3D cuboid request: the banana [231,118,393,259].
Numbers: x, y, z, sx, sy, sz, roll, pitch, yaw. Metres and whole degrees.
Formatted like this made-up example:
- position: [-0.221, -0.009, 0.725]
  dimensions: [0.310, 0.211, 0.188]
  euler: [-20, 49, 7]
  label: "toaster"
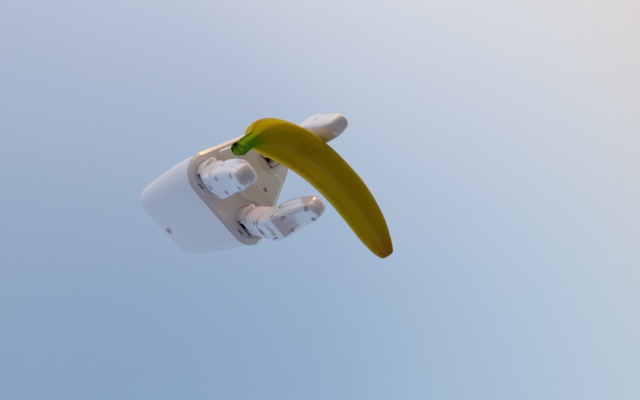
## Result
- position: [0.001, -0.016, 0.418]
  dimensions: [0.037, 0.069, 0.198]
  euler: [-18, -40, 41]
  label: "banana"
